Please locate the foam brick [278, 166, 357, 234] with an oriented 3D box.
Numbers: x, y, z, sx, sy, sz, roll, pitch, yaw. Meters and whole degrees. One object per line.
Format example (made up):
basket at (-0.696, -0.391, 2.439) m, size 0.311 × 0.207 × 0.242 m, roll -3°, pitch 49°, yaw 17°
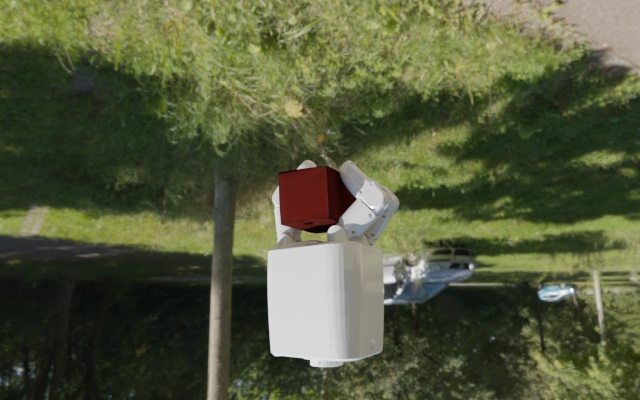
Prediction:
foam brick at (0.000, 0.001, 0.473) m, size 0.053 × 0.051 × 0.078 m, roll -7°, pitch -13°, yaw 25°
